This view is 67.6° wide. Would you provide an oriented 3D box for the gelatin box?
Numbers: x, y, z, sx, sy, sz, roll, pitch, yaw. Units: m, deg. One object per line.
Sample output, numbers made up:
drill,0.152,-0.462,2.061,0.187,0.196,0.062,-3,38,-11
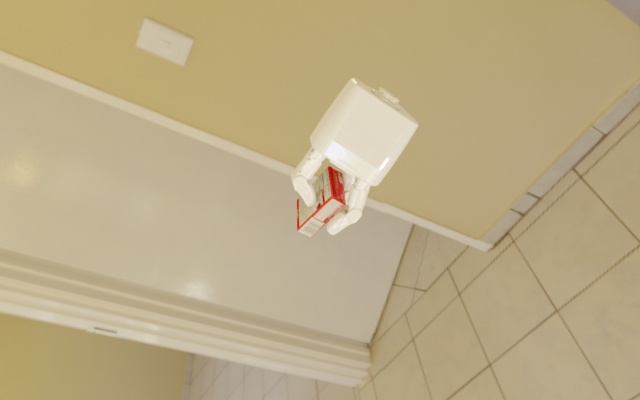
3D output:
gelatin box,0.000,0.002,0.733,0.030,0.073,0.089,30,-57,-26
